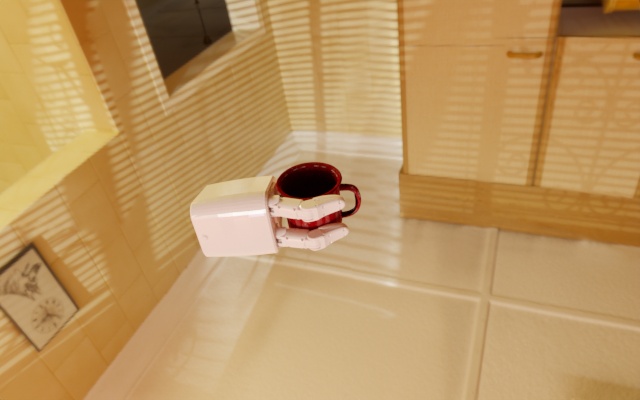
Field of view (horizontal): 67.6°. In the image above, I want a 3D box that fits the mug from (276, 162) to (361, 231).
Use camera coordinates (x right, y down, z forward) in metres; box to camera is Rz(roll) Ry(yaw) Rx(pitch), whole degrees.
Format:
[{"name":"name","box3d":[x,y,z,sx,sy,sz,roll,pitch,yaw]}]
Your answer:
[{"name":"mug","box3d":[0.002,0.002,0.688,0.117,0.082,0.093,-5,37,5]}]
